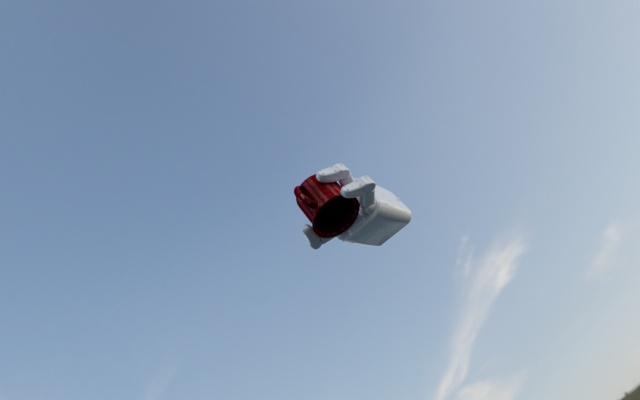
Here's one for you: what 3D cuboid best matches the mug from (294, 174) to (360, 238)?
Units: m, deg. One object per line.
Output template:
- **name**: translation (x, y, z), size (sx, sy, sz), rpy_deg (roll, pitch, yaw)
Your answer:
- **mug**: translation (-0.001, 0.002, 0.830), size (0.117, 0.093, 0.081), rpy_deg (16, 24, -42)
